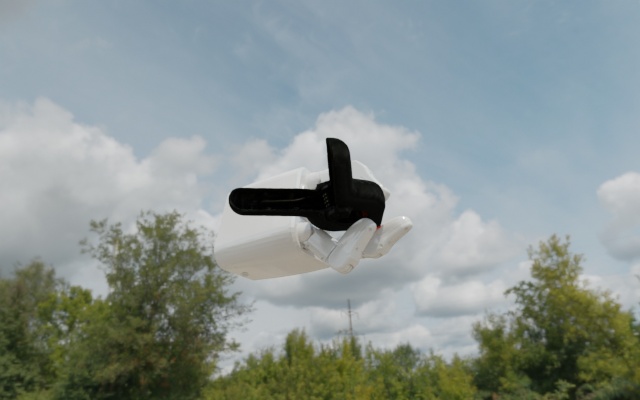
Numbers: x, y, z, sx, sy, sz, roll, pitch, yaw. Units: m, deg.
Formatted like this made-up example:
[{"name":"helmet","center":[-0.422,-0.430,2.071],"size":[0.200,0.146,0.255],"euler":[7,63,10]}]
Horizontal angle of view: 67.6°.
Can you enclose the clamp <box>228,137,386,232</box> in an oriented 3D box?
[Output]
[{"name":"clamp","center":[0.000,0.001,0.452],"size":[0.120,0.039,0.171],"euler":[-16,-27,22]}]
